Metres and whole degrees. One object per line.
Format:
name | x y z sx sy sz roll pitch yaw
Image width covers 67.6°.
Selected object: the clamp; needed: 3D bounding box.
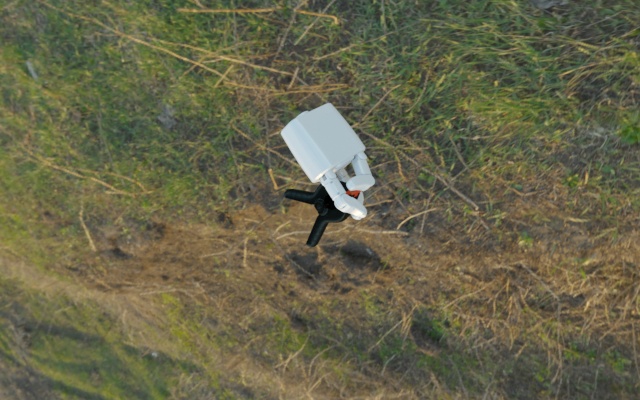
clamp | 0.000 0.003 0.877 0.171 0.120 0.039 -39 -6 39
